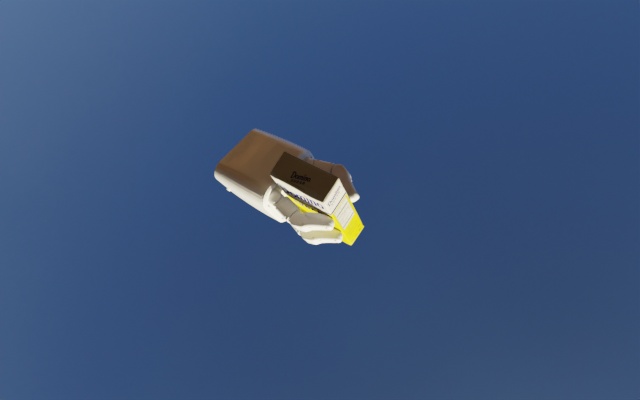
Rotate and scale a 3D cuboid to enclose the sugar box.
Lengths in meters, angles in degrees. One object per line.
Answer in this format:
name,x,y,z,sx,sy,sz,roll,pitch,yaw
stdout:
sugar box,0.000,0.003,0.690,0.093,0.048,0.176,27,-10,26
